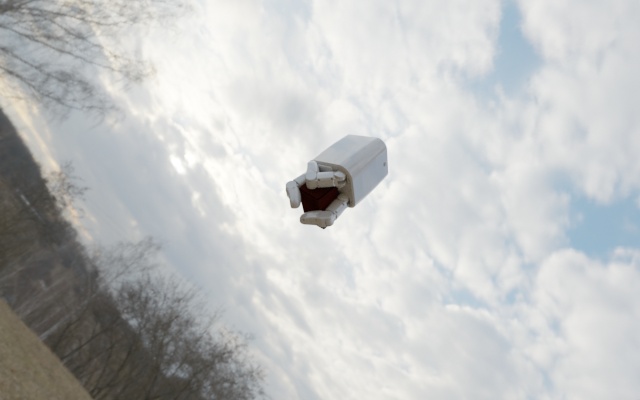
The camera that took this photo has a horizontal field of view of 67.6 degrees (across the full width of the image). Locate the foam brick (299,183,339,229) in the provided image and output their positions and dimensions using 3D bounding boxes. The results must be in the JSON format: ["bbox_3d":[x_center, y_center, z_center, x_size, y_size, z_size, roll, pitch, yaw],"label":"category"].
[{"bbox_3d":[0.000,0.003,0.869,0.053,0.078,0.051,30,56,34],"label":"foam brick"}]
